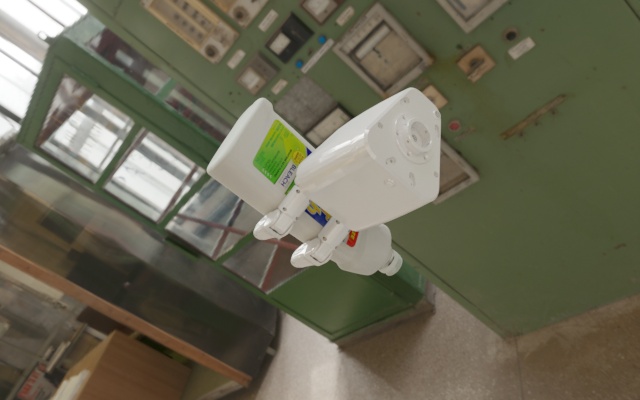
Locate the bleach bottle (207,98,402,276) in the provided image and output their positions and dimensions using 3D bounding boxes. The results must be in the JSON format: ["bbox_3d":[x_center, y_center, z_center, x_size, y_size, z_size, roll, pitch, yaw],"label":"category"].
[{"bbox_3d":[0.000,0.002,0.548,0.251,0.102,0.068,37,-32,-20],"label":"bleach bottle"}]
